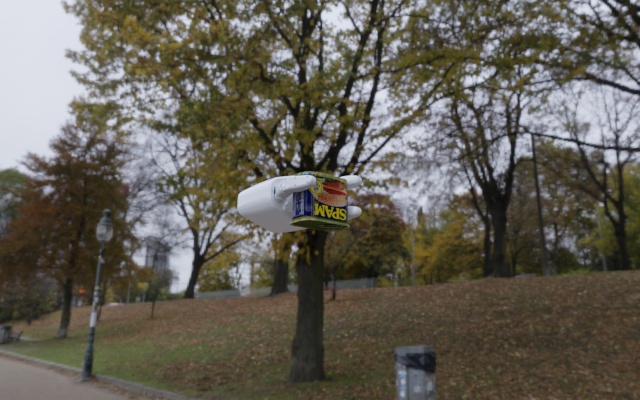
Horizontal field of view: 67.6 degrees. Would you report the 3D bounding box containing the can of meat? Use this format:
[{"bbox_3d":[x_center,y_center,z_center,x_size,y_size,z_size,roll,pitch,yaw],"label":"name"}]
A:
[{"bbox_3d":[0.000,0.002,0.800,0.102,0.084,0.057,12,-19,-38],"label":"can of meat"}]
